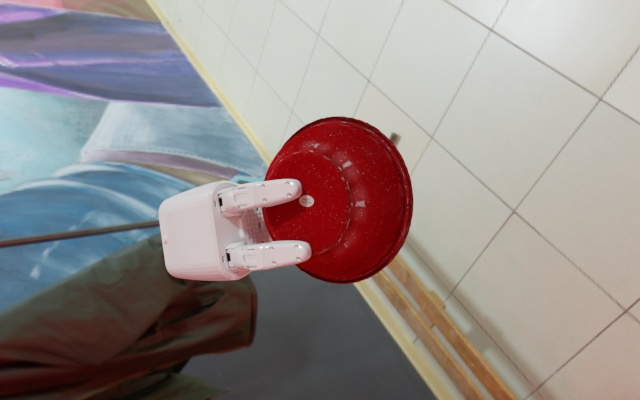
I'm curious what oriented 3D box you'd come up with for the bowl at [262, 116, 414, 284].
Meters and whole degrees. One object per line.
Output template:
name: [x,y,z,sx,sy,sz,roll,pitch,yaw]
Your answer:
bowl: [0.001,0.001,0.438,0.162,0.162,0.055,0,3,31]
